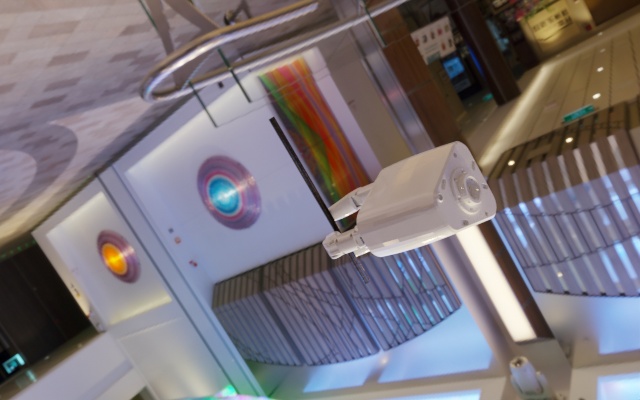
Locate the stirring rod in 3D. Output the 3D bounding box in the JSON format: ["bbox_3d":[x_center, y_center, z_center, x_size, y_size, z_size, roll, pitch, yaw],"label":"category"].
[{"bbox_3d":[0.000,0.002,0.600,0.011,0.239,0.011,-30,7,4],"label":"stirring rod"}]
